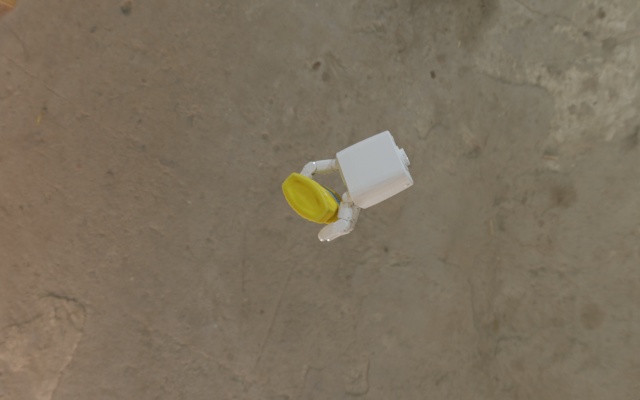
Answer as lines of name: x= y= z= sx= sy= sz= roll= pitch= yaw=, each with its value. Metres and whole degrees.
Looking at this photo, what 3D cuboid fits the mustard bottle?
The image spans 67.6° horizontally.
mustard bottle: x=0.000 y=0.003 z=0.884 sx=0.096 sy=0.058 sz=0.191 roll=44 pitch=7 yaw=16
